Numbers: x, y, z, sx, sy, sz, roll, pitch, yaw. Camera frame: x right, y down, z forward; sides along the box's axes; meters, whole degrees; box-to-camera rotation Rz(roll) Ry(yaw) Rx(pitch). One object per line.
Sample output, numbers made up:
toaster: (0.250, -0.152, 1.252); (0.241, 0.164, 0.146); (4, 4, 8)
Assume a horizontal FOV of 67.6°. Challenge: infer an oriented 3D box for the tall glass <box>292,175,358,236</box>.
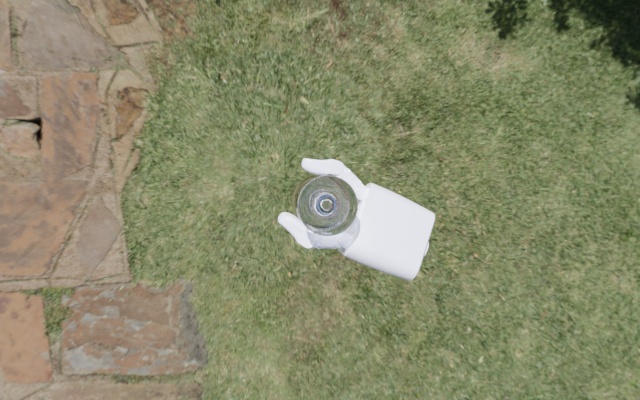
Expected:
tall glass: (0.000, 0.002, 0.678); (0.079, 0.079, 0.201); (0, 3, -6)
